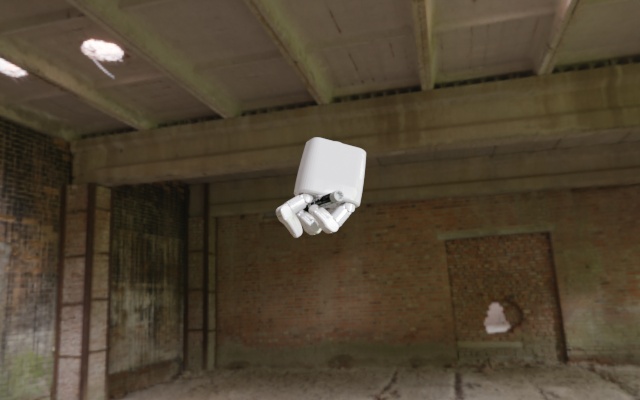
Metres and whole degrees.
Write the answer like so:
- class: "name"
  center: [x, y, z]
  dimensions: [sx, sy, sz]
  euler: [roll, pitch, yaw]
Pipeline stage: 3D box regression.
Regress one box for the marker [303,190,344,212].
- class: "marker"
  center: [0.000, 0.003, 0.815]
  dimensions: [0.020, 0.020, 0.121]
  euler: [0, -10, -30]
